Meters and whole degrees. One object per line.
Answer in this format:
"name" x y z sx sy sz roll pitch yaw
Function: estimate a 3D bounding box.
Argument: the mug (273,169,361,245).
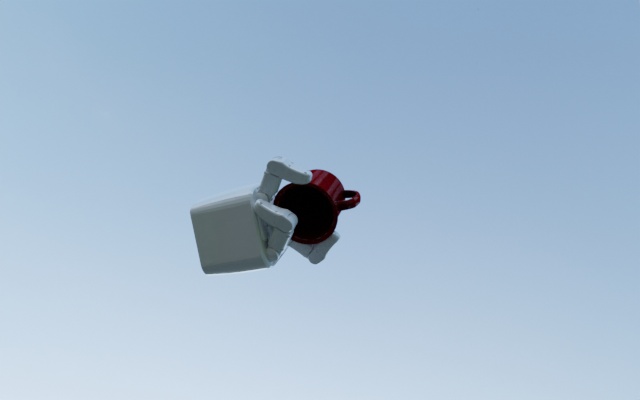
"mug" 0.001 0.002 0.677 0.117 0.093 0.081 -10 18 20
